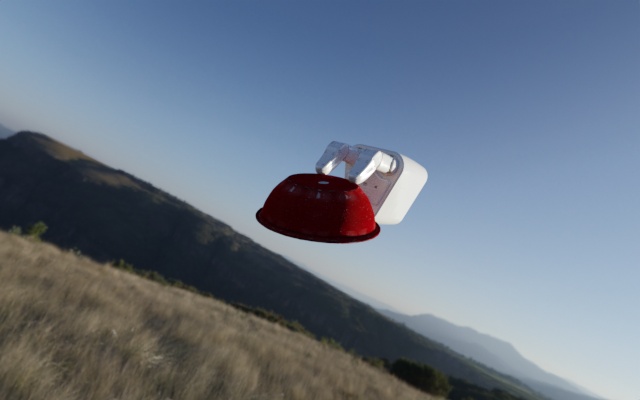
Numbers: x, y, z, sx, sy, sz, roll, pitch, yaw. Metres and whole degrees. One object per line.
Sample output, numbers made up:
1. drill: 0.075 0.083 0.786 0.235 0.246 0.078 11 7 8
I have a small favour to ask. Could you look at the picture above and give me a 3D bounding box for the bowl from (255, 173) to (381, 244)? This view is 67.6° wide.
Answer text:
1. bowl: 0.000 0.002 0.606 0.162 0.055 0.162 7 15 -2
